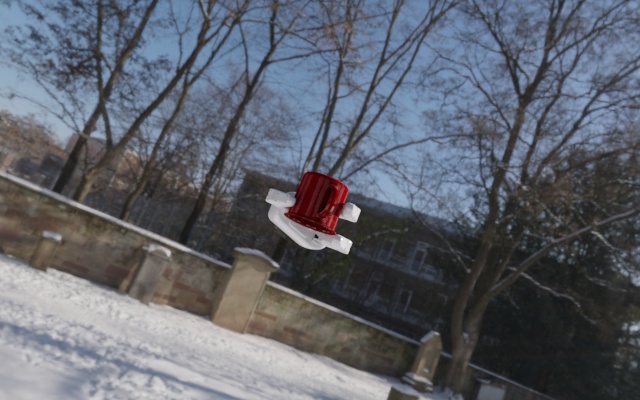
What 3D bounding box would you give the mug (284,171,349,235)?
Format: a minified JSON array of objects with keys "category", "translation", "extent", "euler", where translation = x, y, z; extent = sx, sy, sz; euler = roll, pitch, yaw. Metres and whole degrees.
[{"category":"mug","translation":[0.001,0.002,0.785],"extent":[0.093,0.081,0.117],"euler":[25,-11,-14]}]
